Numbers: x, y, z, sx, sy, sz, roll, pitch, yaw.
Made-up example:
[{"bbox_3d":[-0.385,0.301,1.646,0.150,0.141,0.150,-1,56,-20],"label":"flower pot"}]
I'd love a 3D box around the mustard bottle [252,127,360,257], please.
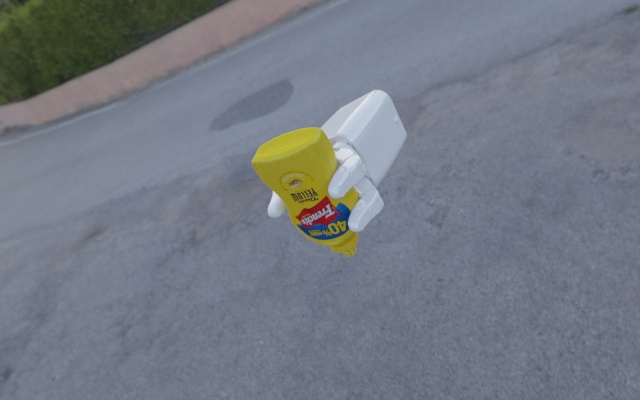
[{"bbox_3d":[0.000,0.002,0.609,0.096,0.192,0.058,-15,36,25],"label":"mustard bottle"}]
